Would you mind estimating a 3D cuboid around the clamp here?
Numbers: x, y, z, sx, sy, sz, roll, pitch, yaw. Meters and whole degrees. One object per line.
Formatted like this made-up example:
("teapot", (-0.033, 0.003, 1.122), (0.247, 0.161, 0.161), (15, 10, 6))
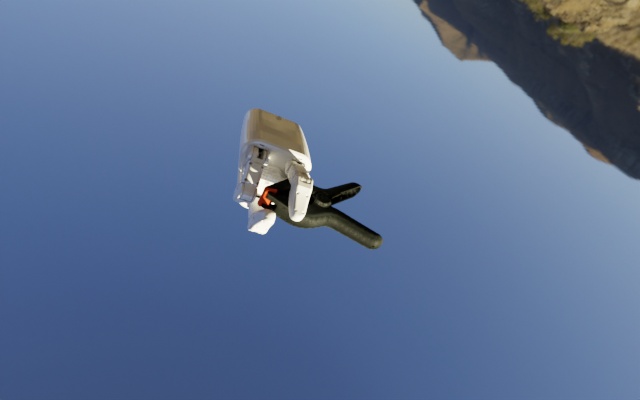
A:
("clamp", (0.000, 0.003, 0.647), (0.171, 0.039, 0.120), (19, 31, -20))
